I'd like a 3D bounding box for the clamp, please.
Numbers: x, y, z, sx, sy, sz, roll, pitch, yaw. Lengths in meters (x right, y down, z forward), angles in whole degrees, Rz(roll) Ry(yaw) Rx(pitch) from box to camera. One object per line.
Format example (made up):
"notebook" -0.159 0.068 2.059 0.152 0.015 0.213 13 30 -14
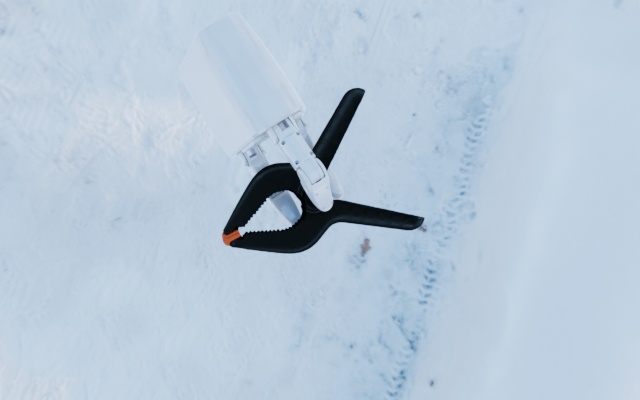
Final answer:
"clamp" 0.000 0.002 0.496 0.210 0.164 0.036 -34 5 -11
